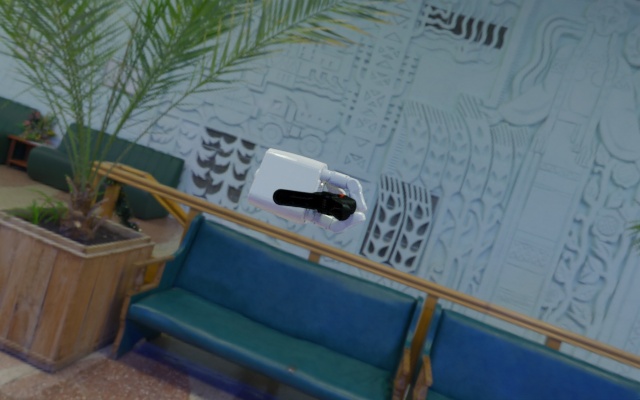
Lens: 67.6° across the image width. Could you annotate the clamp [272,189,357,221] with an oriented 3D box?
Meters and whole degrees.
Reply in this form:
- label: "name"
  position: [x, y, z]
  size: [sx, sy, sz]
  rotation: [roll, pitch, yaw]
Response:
- label: "clamp"
  position: [0.000, 0.002, 0.752]
  size: [0.120, 0.039, 0.171]
  rotation: [19, 4, 11]
